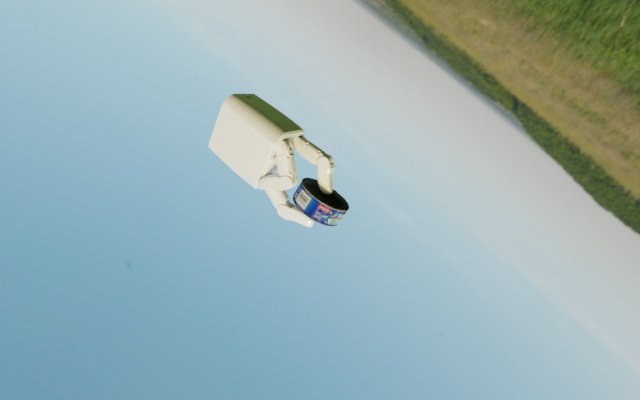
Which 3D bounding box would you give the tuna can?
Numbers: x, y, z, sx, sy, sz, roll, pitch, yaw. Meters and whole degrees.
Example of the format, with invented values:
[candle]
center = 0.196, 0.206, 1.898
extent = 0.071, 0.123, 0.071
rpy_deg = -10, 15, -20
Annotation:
[tuna can]
center = 0.000, 0.003, 0.745
extent = 0.086, 0.034, 0.086
rpy_deg = 29, 20, -11
